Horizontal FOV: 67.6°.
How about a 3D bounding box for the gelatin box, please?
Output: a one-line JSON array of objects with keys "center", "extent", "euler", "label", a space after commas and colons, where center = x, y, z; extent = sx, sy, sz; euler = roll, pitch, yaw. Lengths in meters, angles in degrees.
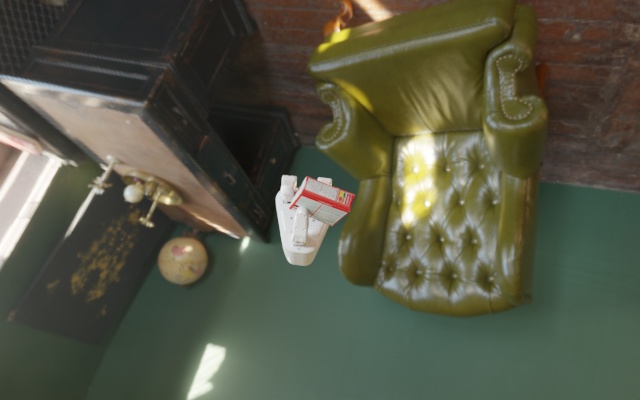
[{"center": [0.000, 0.003, 0.689], "extent": [0.073, 0.030, 0.089], "euler": [21, -20, -8], "label": "gelatin box"}]
